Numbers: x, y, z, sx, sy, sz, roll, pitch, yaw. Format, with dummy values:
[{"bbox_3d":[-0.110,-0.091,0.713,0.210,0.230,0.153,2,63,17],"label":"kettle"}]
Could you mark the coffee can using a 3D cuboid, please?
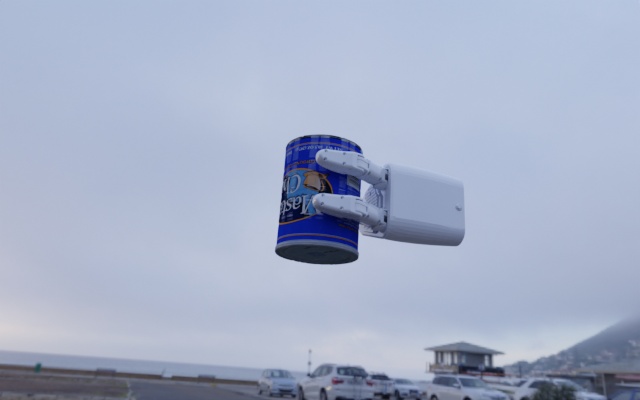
[{"bbox_3d":[0.000,0.002,0.604,0.103,0.140,0.103,4,-19,1],"label":"coffee can"}]
